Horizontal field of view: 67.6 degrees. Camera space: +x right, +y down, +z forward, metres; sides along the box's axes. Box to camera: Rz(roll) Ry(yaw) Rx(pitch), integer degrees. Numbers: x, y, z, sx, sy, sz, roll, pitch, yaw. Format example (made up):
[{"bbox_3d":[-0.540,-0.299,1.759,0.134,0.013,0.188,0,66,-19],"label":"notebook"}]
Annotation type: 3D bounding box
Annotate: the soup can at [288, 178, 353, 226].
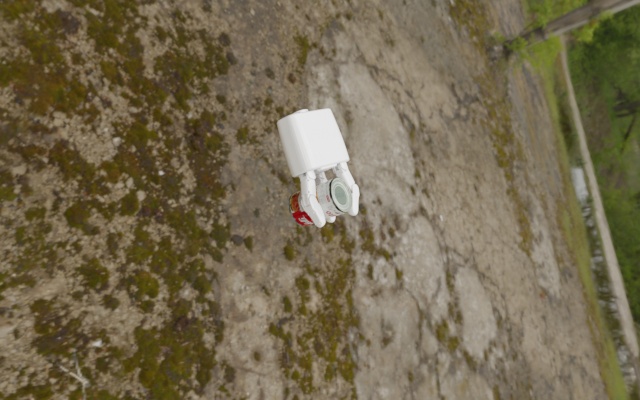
[{"bbox_3d":[0.000,0.003,0.884,0.102,0.068,0.068,-19,-12,35],"label":"soup can"}]
